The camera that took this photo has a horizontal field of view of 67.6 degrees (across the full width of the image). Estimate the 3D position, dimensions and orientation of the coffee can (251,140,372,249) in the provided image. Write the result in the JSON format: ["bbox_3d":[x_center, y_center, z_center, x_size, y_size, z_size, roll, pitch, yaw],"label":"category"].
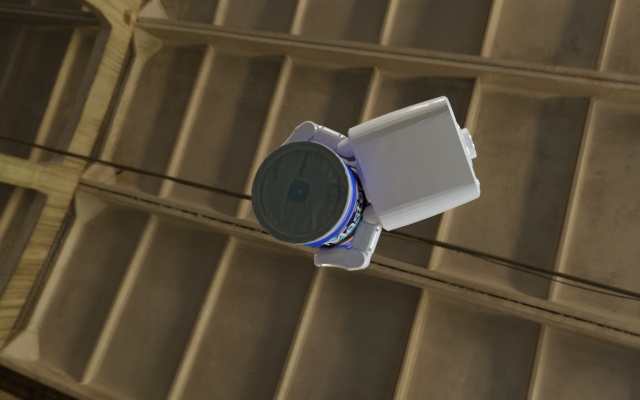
[{"bbox_3d":[0.000,0.002,0.528,0.103,0.103,0.140,0,-9,18],"label":"coffee can"}]
